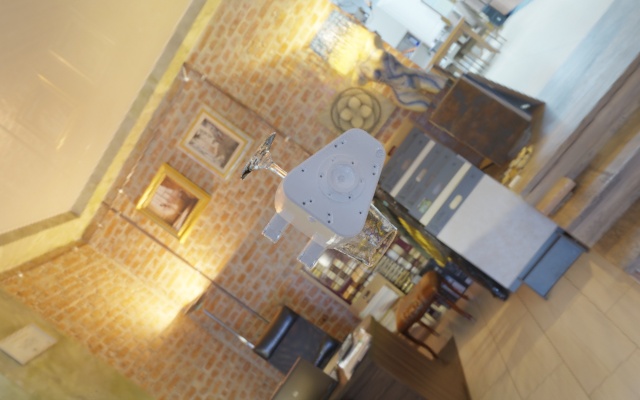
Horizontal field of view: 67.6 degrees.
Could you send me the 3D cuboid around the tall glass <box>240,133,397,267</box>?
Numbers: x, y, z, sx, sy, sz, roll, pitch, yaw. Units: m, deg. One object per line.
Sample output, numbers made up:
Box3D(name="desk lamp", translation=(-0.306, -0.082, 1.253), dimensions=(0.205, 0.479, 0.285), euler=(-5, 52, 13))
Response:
Box3D(name="tall glass", translation=(0.000, 0.002, 0.612), dimensions=(0.201, 0.079, 0.079), euler=(36, -1, -1))
